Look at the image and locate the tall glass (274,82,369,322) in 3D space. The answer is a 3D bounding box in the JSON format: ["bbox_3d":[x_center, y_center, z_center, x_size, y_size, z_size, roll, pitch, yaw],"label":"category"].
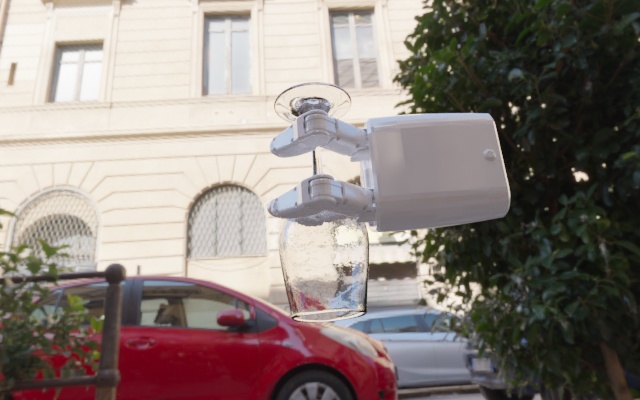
[{"bbox_3d":[0.000,0.001,0.421,0.079,0.201,0.079,-4,-20,-1],"label":"tall glass"}]
